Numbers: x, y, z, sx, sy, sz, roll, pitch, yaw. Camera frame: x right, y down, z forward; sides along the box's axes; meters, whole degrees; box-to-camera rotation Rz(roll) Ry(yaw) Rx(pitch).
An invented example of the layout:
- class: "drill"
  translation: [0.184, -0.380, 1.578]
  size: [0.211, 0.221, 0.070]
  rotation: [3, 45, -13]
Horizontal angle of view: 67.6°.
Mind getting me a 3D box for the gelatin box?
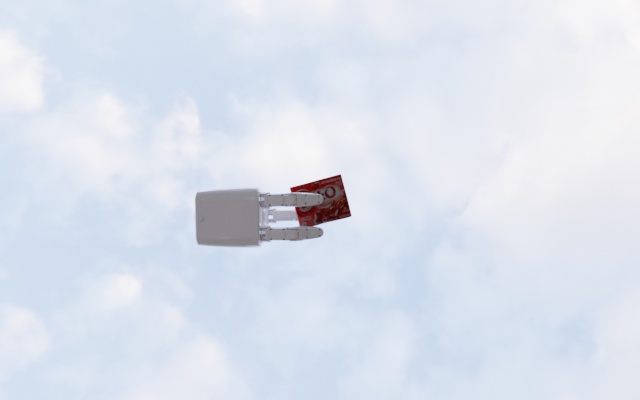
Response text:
- class: "gelatin box"
  translation: [0.000, 0.003, 0.794]
  size: [0.089, 0.073, 0.030]
  rotation: [-14, -1, -2]
